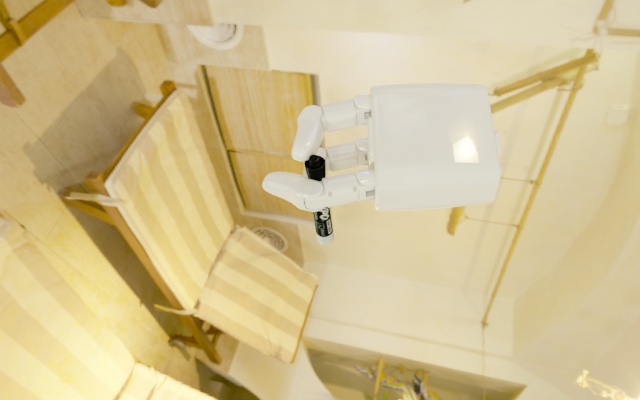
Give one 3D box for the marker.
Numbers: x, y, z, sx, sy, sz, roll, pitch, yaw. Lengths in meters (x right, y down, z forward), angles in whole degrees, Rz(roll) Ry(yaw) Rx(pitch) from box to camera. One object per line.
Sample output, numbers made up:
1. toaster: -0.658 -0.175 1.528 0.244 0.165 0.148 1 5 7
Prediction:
1. marker: 0.000 0.002 0.458 0.020 0.020 0.121 0 -40 7
